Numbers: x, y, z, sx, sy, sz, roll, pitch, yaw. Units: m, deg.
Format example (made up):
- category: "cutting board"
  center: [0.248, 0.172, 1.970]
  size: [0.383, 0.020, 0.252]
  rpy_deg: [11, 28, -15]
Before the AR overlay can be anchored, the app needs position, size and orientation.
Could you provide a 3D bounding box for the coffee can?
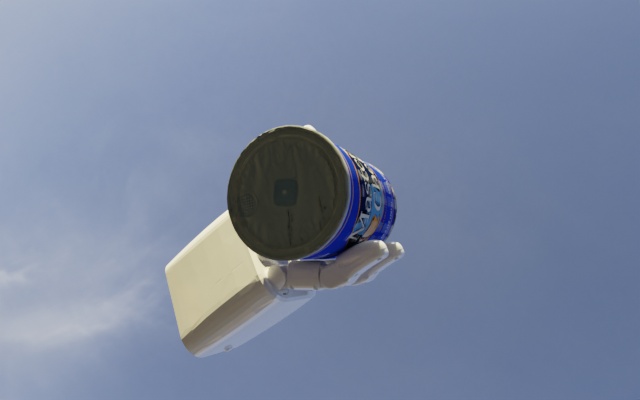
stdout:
- category: "coffee can"
  center: [0.000, 0.001, 0.419]
  size: [0.103, 0.103, 0.140]
  rpy_deg: [0, -6, 23]
